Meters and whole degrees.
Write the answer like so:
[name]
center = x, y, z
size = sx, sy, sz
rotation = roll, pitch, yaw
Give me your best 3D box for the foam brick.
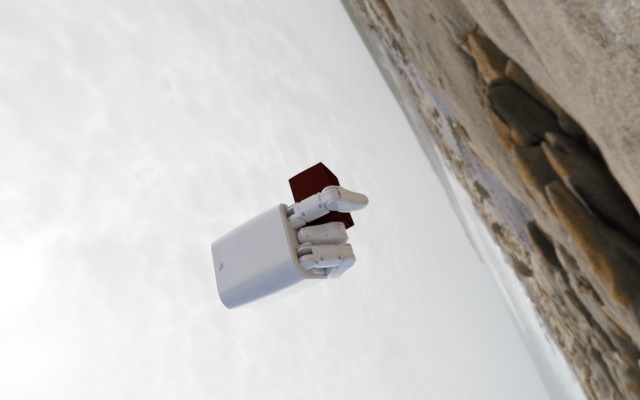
[foam brick]
center = 0.000, 0.002, 0.597
size = 0.051, 0.078, 0.053
rotation = -27, -34, 15
